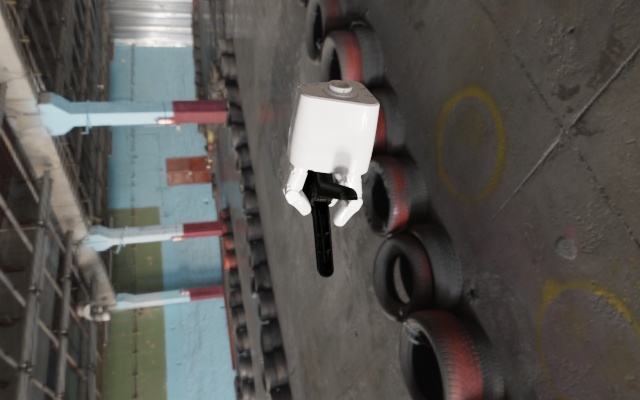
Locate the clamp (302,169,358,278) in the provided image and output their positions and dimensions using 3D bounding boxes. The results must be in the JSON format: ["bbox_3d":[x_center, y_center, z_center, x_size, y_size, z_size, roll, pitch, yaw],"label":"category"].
[{"bbox_3d":[-0.001,0.002,0.741,0.036,0.165,0.209,1,34,-19],"label":"clamp"}]
